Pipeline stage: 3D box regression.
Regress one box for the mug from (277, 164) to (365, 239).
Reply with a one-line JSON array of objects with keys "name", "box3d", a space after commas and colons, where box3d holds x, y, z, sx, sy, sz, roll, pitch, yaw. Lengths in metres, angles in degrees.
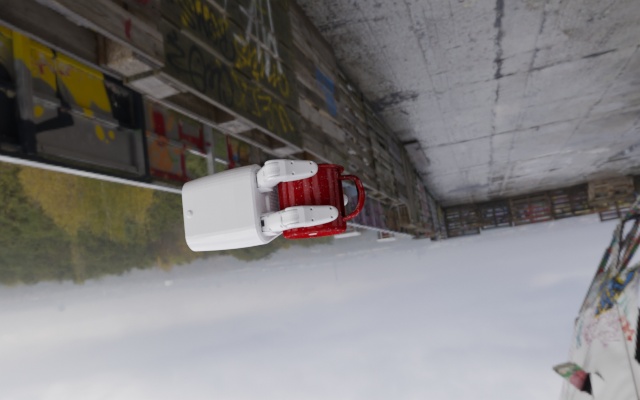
[{"name": "mug", "box3d": [0.001, 0.002, 0.598, 0.117, 0.081, 0.093, -10, -9, 20]}]
